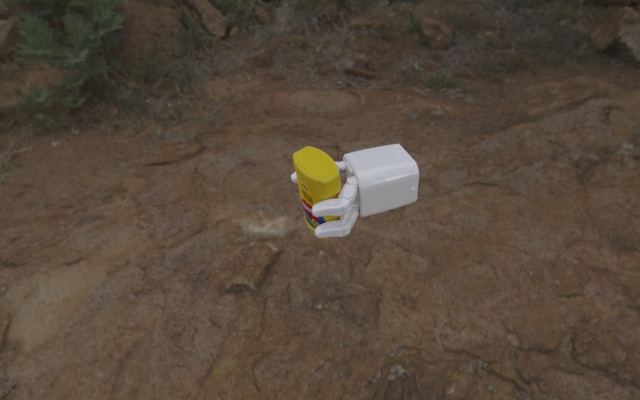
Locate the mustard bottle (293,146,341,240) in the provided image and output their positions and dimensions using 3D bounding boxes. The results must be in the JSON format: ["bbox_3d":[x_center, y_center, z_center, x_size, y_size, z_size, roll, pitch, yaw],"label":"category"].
[{"bbox_3d":[0.000,0.003,0.840,0.058,0.192,0.096,-32,51,-21],"label":"mustard bottle"}]
